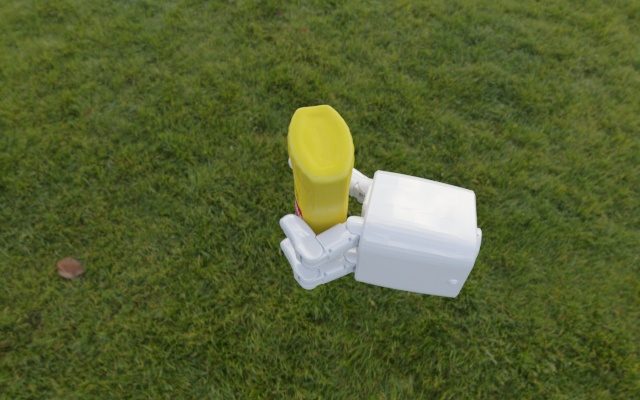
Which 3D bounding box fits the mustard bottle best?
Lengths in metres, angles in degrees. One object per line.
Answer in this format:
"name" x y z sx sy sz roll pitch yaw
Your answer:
"mustard bottle" 0.000 0.001 0.496 0.058 0.096 0.192 -9 -36 -7
